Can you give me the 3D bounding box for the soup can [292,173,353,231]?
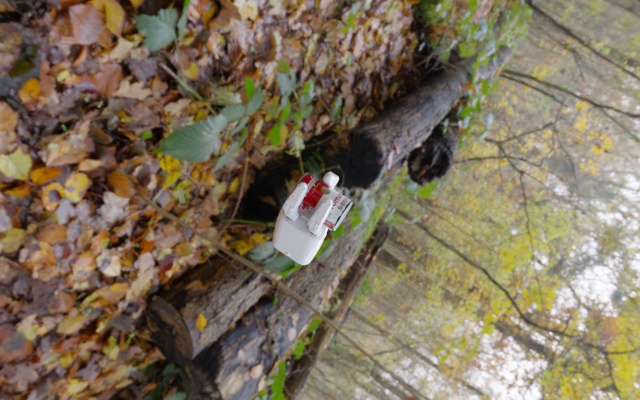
[{"bbox_3d":[0.001,0.003,0.896,0.102,0.068,0.068,33,5,8],"label":"soup can"}]
